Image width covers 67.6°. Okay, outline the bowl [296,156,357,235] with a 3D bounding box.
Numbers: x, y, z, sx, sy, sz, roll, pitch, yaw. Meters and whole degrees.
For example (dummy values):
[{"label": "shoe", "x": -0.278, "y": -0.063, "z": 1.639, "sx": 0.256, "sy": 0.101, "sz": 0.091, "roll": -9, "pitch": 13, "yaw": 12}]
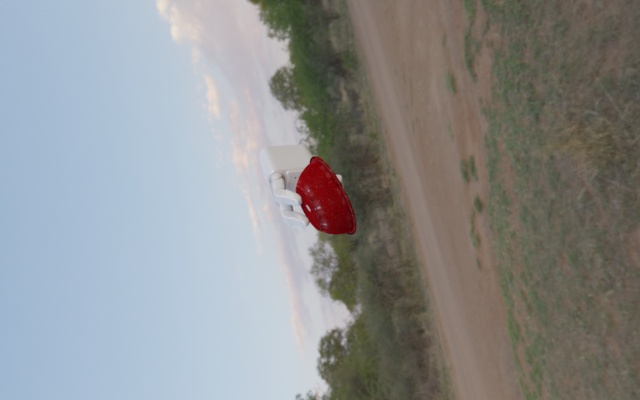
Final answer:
[{"label": "bowl", "x": 0.000, "y": 0.003, "z": 0.870, "sx": 0.055, "sy": 0.162, "sz": 0.162, "roll": -28, "pitch": 8, "yaw": -15}]
